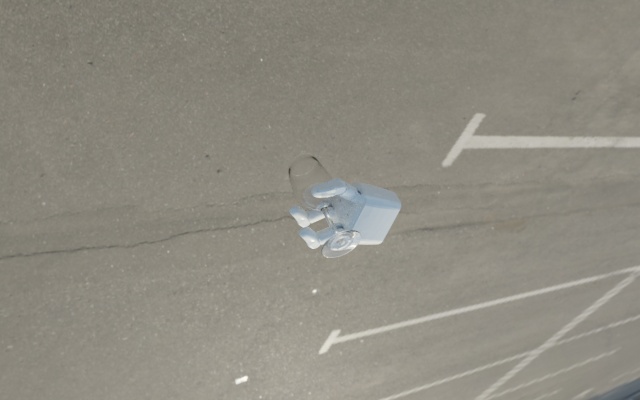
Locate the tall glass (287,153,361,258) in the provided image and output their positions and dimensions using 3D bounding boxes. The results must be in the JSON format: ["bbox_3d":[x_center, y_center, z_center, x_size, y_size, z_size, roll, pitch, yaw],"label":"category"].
[{"bbox_3d":[0.000,0.003,0.873,0.079,0.201,0.079,-17,-36,-13],"label":"tall glass"}]
